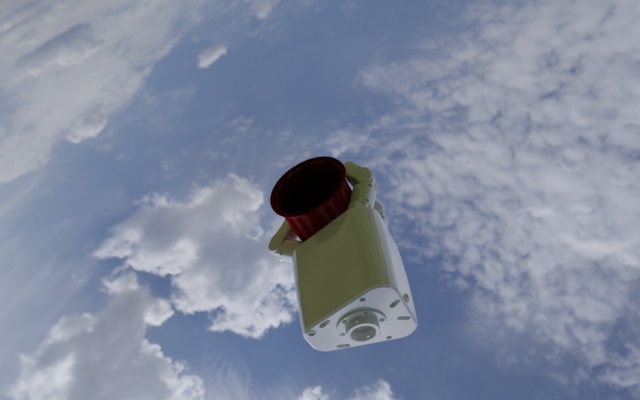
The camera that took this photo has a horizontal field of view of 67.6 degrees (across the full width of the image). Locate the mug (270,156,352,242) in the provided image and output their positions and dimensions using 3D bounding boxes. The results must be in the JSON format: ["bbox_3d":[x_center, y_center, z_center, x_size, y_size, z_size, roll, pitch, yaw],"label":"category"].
[{"bbox_3d":[0.000,0.001,0.564,0.093,0.081,0.117,-22,39,12],"label":"mug"}]
